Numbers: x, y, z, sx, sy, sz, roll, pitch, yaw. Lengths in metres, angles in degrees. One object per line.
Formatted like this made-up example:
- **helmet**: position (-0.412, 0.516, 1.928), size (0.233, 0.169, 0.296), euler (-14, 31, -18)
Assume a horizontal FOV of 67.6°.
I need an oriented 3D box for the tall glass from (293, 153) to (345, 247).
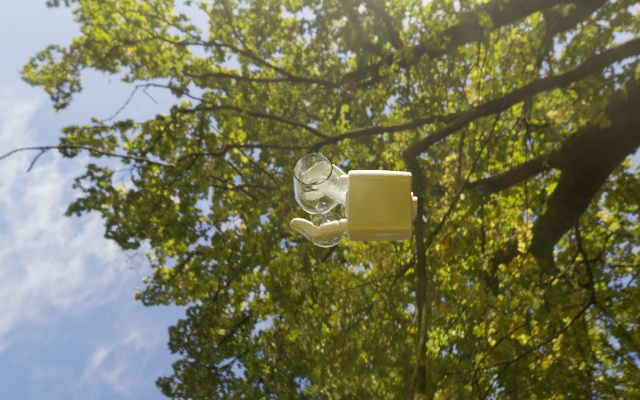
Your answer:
- **tall glass**: position (0.000, 0.003, 0.816), size (0.079, 0.079, 0.201), euler (0, -31, 8)
